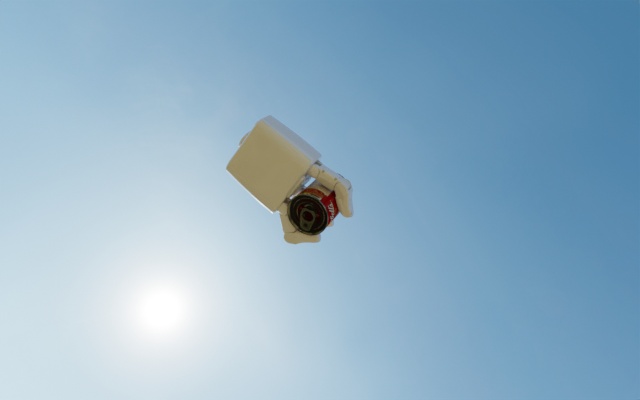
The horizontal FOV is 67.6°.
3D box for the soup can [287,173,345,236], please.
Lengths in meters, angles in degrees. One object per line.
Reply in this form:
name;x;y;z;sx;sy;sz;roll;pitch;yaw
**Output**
soup can;0.001;0.003;0.752;0.068;0.068;0.102;0;23;26
